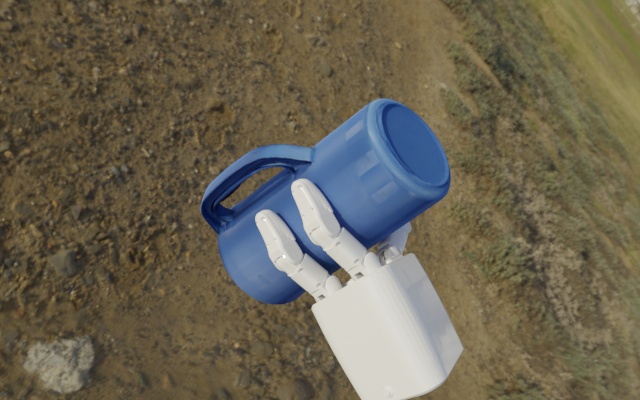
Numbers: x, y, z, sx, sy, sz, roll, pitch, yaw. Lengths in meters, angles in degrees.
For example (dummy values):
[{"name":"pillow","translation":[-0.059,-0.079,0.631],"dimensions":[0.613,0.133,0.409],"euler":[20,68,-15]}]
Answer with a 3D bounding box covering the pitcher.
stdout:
[{"name":"pitcher","translation":[0.000,0.002,0.491],"dimensions":[0.243,0.145,0.149],"euler":[-37,-14,38]}]
